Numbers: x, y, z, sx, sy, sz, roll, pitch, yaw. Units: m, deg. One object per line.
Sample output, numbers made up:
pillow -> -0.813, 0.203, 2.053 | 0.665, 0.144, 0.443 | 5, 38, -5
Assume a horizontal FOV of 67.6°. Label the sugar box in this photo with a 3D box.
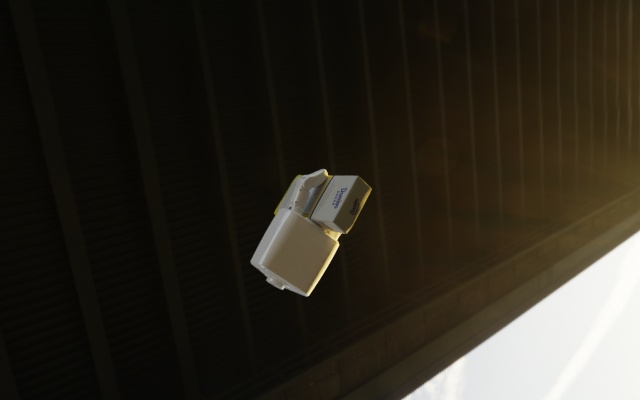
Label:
sugar box -> 0.000, 0.003, 0.839 | 0.176, 0.093, 0.048 | 8, -28, 51
